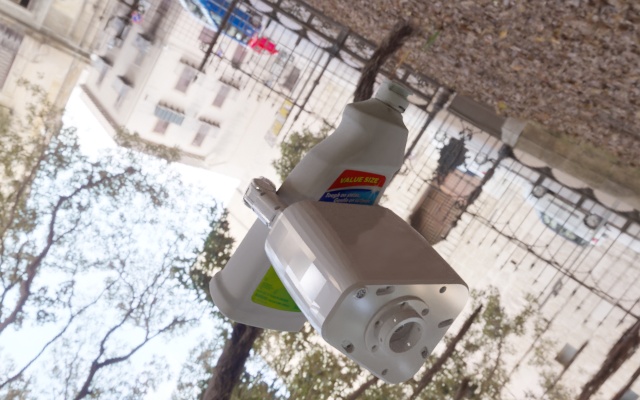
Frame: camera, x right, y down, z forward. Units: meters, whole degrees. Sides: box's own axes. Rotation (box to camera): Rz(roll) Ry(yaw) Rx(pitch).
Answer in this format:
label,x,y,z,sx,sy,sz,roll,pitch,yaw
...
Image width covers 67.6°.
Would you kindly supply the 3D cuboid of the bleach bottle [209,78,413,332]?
label,x,y,z,sx,sy,sz,roll,pitch,yaw
bleach bottle,0.000,0.002,0.442,0.102,0.251,0.068,23,14,-35
